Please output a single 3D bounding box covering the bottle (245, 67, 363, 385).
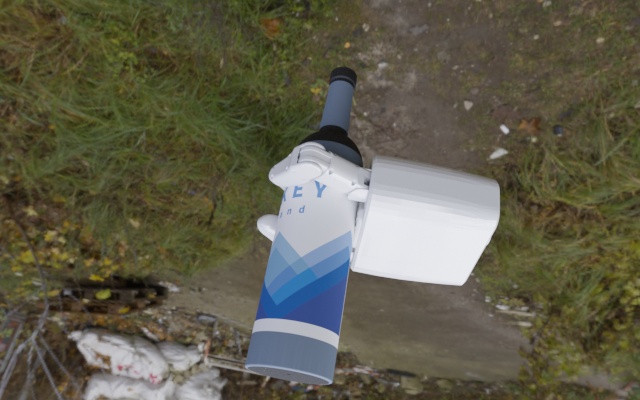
[{"bbox_3d":[0.000,0.002,0.421,0.069,0.295,0.069,8,-27,4],"label":"bottle"}]
